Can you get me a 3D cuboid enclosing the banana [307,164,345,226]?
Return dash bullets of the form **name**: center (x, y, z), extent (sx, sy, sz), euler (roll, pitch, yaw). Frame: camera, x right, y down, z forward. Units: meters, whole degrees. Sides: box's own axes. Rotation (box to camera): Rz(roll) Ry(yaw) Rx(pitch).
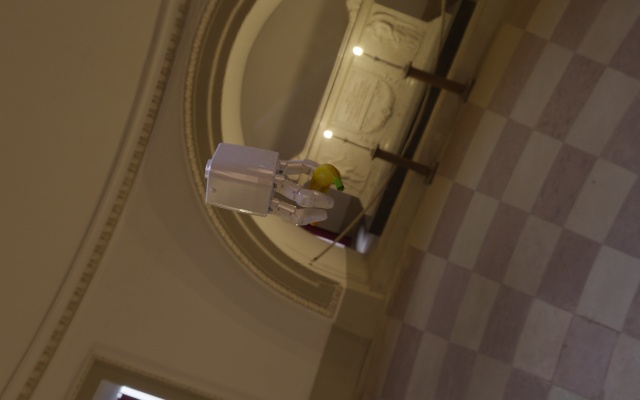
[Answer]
- **banana**: center (0.001, -0.016, 0.833), extent (0.037, 0.069, 0.198), euler (4, -21, -11)
